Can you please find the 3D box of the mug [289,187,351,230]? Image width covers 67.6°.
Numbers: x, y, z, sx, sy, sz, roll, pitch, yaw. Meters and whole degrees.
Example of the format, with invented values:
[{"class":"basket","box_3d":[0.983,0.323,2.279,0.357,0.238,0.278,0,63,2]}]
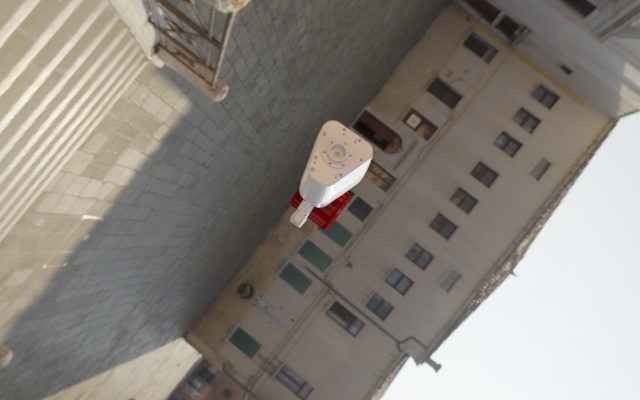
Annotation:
[{"class":"mug","box_3d":[0.000,0.004,0.892,0.081,0.093,0.117,37,-17,5]}]
